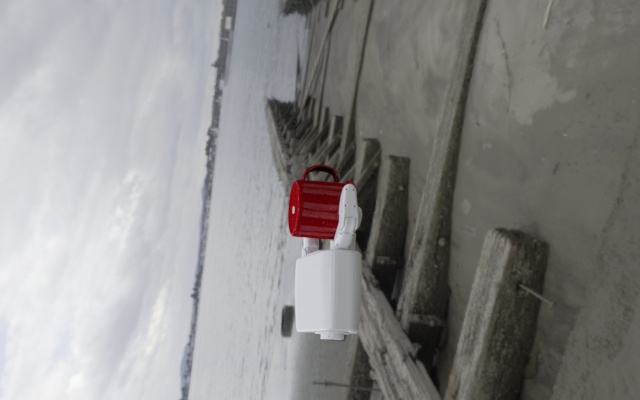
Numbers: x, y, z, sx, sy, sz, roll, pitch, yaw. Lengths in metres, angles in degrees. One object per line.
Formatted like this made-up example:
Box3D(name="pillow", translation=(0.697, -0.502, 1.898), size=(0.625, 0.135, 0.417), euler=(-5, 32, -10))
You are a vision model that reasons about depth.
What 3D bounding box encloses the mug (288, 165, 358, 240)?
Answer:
Box3D(name="mug", translation=(0.000, 0.001, 0.683), size=(0.081, 0.117, 0.093), euler=(5, -21, -13))
